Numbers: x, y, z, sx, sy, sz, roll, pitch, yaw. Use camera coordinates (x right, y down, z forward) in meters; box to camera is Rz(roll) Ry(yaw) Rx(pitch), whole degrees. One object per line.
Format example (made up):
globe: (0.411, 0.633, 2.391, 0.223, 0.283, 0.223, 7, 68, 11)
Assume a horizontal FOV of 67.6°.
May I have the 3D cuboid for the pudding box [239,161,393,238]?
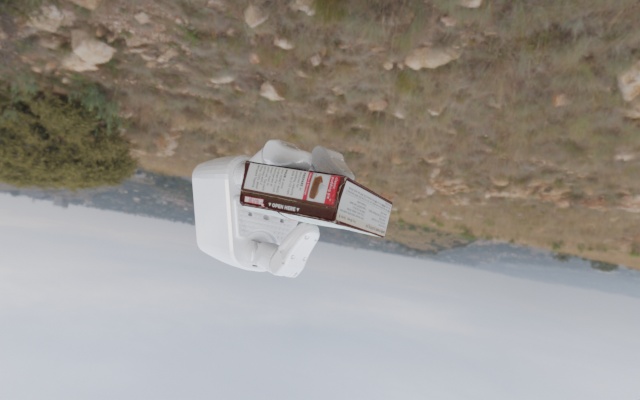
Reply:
pudding box: (0.000, 0.001, 0.401, 0.090, 0.039, 0.113, 9, -4, 27)
